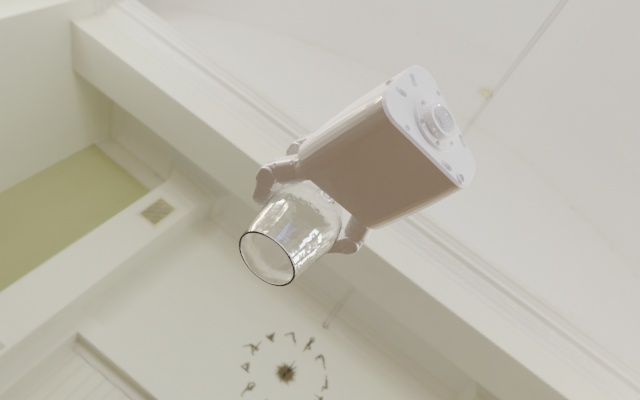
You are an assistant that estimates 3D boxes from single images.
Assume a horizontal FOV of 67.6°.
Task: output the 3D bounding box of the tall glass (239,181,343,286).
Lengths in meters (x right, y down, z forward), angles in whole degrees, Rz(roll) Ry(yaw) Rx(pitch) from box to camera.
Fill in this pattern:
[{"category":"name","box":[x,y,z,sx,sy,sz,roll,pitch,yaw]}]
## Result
[{"category":"tall glass","box":[0.000,0.001,0.499,0.079,0.079,0.201,0,32,36]}]
